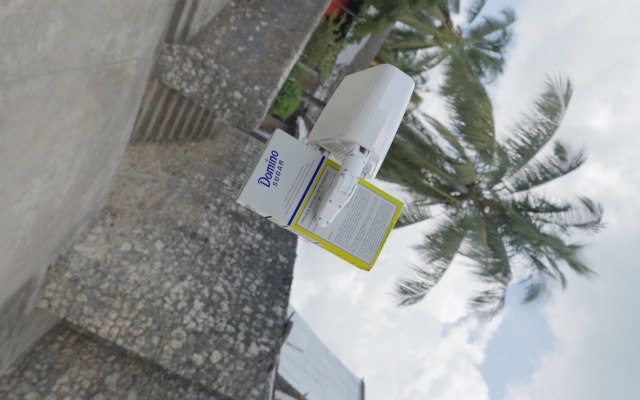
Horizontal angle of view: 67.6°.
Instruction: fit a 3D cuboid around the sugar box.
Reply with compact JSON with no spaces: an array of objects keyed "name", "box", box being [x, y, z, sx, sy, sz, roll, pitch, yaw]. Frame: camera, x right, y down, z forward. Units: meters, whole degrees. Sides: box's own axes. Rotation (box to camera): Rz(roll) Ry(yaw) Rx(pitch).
[{"name":"sugar box","box":[0.000,0.002,0.555,0.176,0.093,0.048,30,-12,-10]}]
